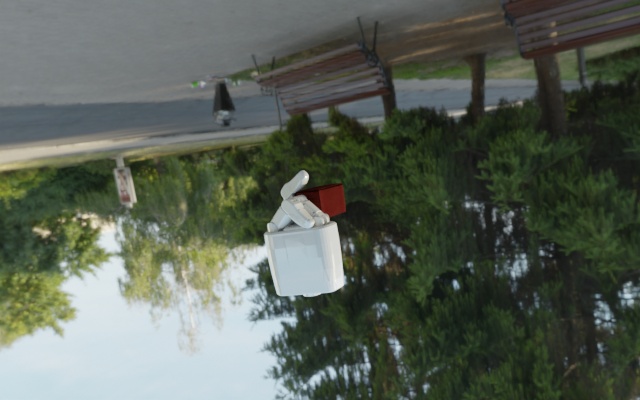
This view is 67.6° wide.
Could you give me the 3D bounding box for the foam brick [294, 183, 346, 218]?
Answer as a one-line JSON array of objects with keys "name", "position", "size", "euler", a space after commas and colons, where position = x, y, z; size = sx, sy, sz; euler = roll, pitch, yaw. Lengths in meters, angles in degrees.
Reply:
[{"name": "foam brick", "position": [0.000, 0.003, 0.816], "size": [0.053, 0.051, 0.078], "euler": [-6, 6, 35]}]
